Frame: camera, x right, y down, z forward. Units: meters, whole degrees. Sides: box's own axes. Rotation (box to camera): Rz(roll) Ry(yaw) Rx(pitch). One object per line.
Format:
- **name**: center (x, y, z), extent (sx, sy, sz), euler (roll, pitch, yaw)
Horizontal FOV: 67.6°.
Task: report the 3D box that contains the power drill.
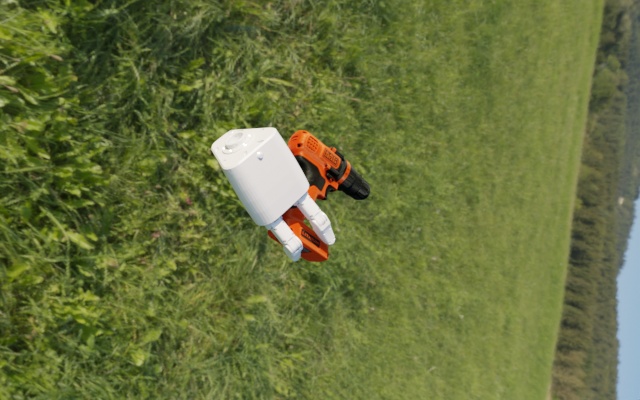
- **power drill**: center (0.000, 0.003, 0.791), extent (0.184, 0.187, 0.057), euler (35, -31, -30)
